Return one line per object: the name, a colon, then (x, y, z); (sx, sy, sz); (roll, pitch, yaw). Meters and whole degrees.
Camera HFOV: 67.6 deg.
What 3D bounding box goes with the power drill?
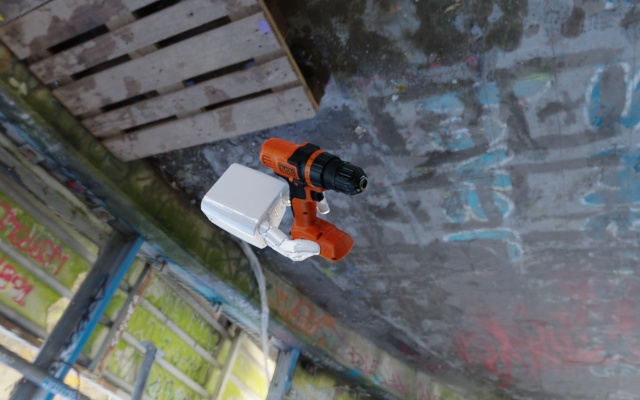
power drill: (0.000, 0.003, 0.716); (0.184, 0.188, 0.057); (24, 50, 36)
